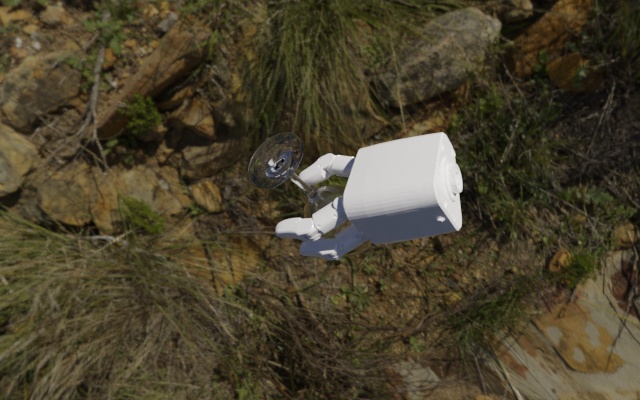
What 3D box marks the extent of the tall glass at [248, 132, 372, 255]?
[{"bbox_3d":[0.000,0.002,0.601,0.079,0.079,0.201,0,-28,35],"label":"tall glass"}]
